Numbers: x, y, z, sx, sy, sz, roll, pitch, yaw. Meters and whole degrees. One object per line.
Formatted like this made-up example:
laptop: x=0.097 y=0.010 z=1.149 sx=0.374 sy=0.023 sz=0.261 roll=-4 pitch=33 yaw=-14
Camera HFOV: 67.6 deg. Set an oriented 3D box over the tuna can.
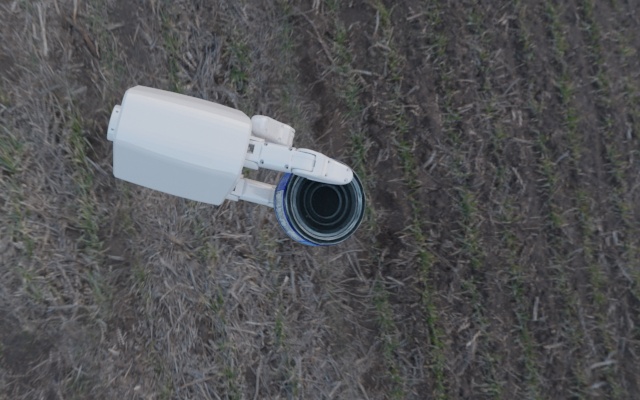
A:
tuna can: x=0.000 y=0.001 z=0.462 sx=0.086 sy=0.086 sz=0.034 roll=0 pitch=-3 yaw=-23
